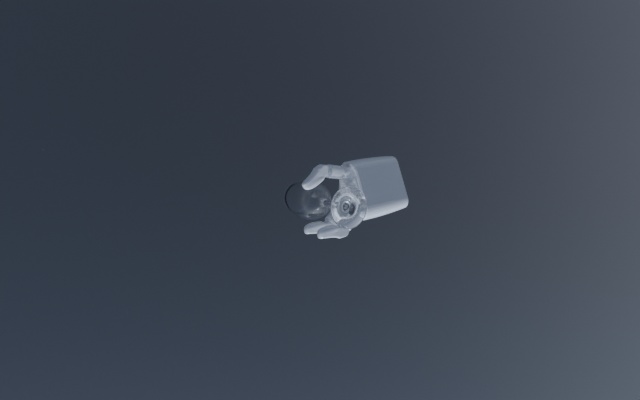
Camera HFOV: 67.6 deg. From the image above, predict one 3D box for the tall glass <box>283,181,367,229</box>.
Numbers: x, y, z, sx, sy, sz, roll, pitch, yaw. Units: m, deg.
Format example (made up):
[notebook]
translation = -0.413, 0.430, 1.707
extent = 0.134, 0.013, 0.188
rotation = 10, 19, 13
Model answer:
[tall glass]
translation = 0.000, 0.003, 0.897
extent = 0.079, 0.079, 0.201
rotation = 0, 5, -30
